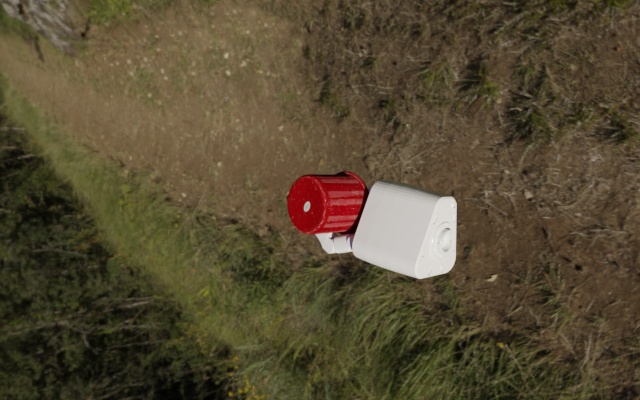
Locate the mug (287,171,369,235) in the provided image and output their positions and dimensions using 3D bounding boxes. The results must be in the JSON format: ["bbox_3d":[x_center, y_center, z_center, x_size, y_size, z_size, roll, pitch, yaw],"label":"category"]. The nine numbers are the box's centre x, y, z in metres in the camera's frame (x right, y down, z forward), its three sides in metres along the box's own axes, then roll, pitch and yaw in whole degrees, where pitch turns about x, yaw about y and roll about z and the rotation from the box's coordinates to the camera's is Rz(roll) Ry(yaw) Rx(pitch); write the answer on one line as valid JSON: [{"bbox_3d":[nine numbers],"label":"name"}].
[{"bbox_3d":[-0.001,0.002,0.675,0.081,0.093,0.117,-2,13,-44],"label":"mug"}]
